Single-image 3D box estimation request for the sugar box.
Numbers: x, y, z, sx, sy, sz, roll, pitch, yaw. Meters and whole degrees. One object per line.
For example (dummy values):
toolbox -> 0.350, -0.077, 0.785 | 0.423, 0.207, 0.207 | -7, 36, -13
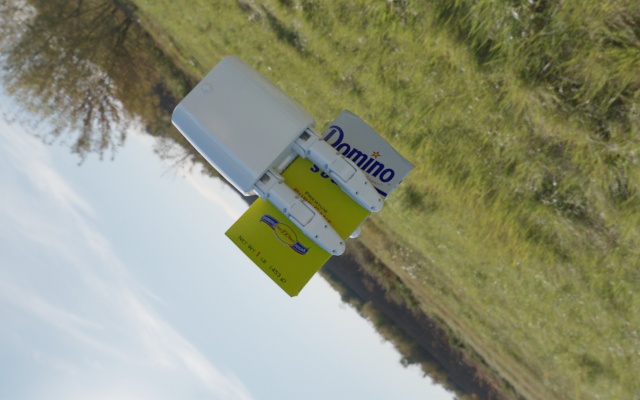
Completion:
sugar box -> 0.000, 0.001, 0.478 | 0.093, 0.176, 0.048 | 42, -5, 7
